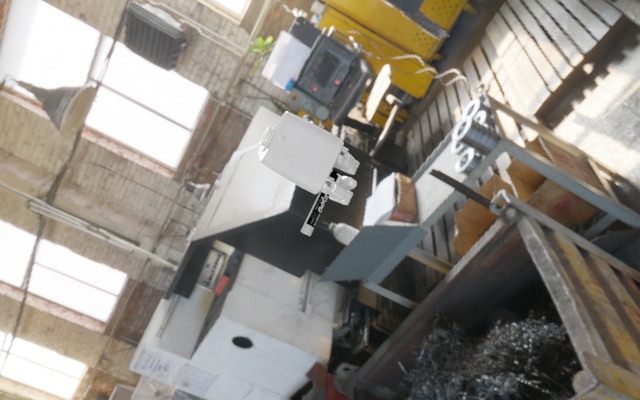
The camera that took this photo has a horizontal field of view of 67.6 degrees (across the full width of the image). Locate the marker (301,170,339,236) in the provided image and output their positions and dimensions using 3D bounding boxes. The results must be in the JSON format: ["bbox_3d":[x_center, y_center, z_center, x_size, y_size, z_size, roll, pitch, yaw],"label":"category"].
[{"bbox_3d":[0.000,0.003,0.818,0.020,0.121,0.020,25,-8,4],"label":"marker"}]
